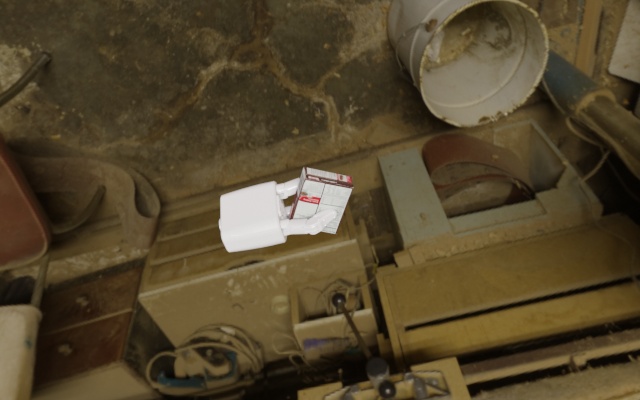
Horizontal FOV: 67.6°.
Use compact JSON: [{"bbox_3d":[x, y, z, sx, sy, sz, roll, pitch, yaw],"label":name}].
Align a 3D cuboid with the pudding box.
[{"bbox_3d":[0.000,0.003,0.849,0.090,0.114,0.039,10,37,-12],"label":"pudding box"}]
